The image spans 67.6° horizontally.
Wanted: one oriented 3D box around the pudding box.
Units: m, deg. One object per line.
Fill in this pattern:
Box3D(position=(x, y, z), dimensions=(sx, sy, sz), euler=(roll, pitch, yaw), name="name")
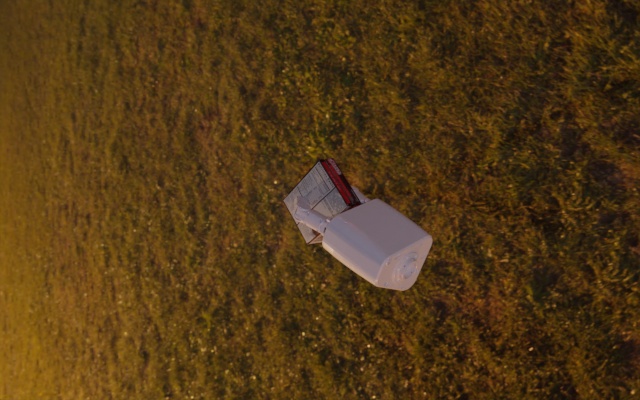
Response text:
Box3D(position=(0.000, 0.002, 0.741), dimensions=(0.039, 0.090, 0.113), euler=(-7, -29, -48), name="pudding box")
